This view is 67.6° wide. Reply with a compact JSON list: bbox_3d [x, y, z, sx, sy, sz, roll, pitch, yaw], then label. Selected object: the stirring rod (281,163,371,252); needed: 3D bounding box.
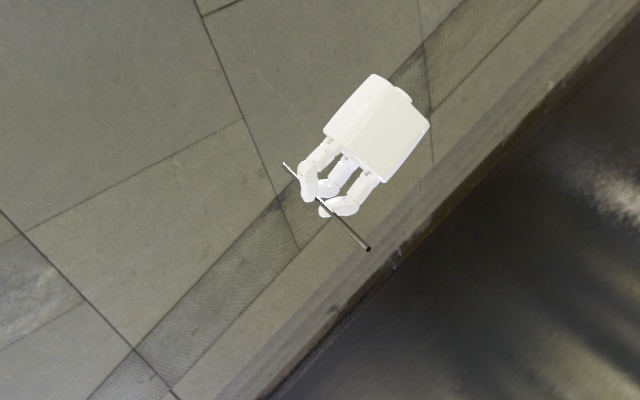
[{"bbox_3d":[0.000,0.002,0.673,0.011,0.011,0.239,0,29,-34],"label":"stirring rod"}]
